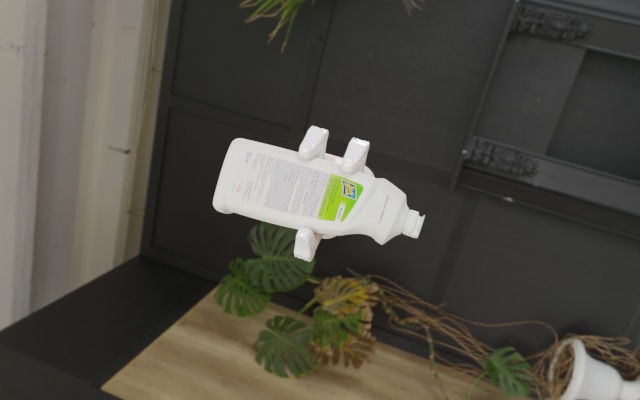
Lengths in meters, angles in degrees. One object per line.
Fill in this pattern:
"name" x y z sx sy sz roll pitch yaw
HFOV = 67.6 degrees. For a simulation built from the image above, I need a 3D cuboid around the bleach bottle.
"bleach bottle" 0.000 0.002 0.591 0.251 0.102 0.068 18 3 11
